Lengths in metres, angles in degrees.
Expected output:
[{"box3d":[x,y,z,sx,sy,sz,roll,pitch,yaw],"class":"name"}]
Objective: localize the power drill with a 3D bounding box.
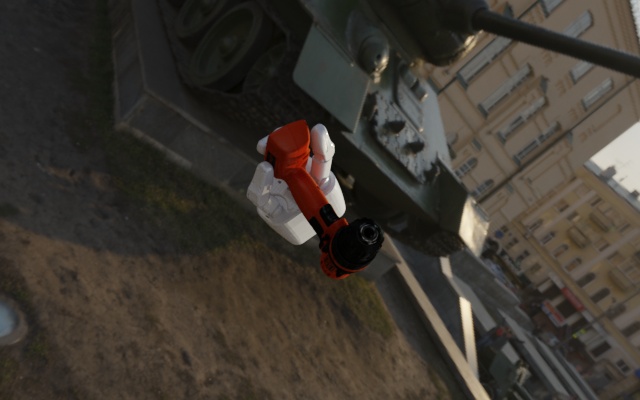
[{"box3d":[0.000,0.002,0.569,0.057,0.187,0.184,-25,-12,-17],"class":"power drill"}]
